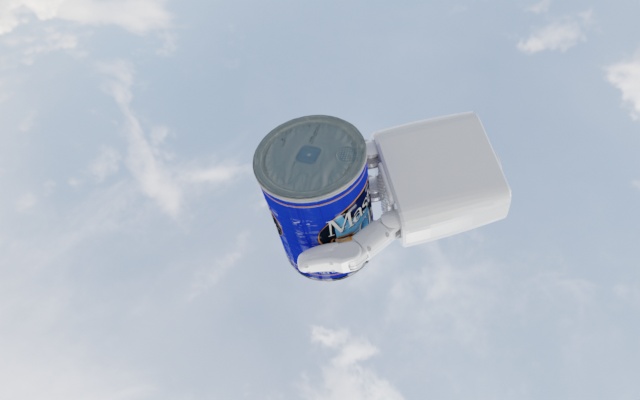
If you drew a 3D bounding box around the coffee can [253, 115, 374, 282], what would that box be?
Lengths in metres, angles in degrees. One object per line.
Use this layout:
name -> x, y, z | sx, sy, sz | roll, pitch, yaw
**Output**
coffee can -> 0.000, 0.002, 0.475 | 0.103, 0.102, 0.140 | 0, -38, 11
